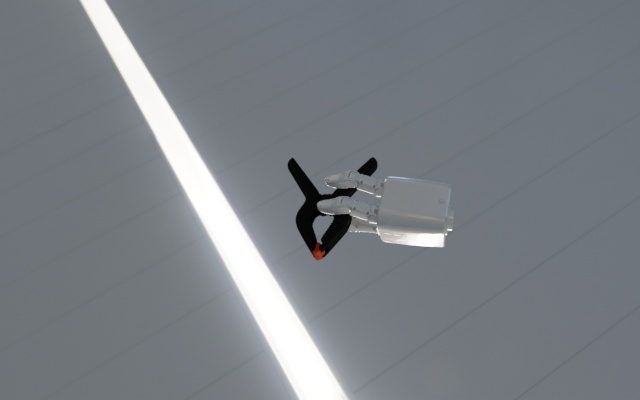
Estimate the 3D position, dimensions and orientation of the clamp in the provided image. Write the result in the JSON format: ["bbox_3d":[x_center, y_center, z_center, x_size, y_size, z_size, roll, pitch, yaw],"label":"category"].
[{"bbox_3d":[0.000,0.004,0.821,0.164,0.209,0.036,6,-34,17],"label":"clamp"}]
